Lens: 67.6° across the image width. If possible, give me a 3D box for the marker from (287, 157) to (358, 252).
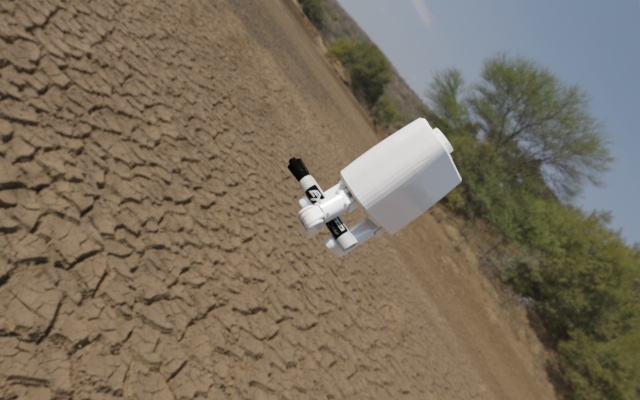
[{"bbox_3d":[0.000,0.002,0.527,0.020,0.121,0.020,-31,-15,-9],"label":"marker"}]
